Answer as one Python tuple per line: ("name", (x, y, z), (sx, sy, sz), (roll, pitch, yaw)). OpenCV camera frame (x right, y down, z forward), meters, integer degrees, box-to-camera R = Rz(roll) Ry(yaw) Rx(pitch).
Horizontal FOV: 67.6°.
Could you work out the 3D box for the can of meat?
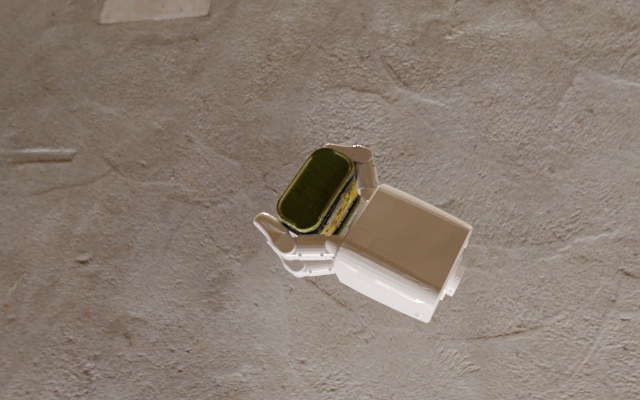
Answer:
("can of meat", (0.000, 0.001, 0.529), (0.057, 0.102, 0.084), (28, -15, 18))
